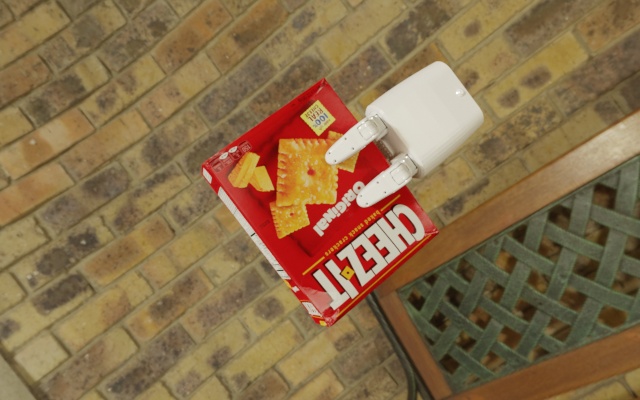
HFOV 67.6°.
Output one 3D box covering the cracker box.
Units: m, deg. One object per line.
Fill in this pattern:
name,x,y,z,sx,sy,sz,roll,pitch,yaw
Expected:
cracker box,0.000,0.002,0.523,0.164,0.213,0.072,-38,1,-15
